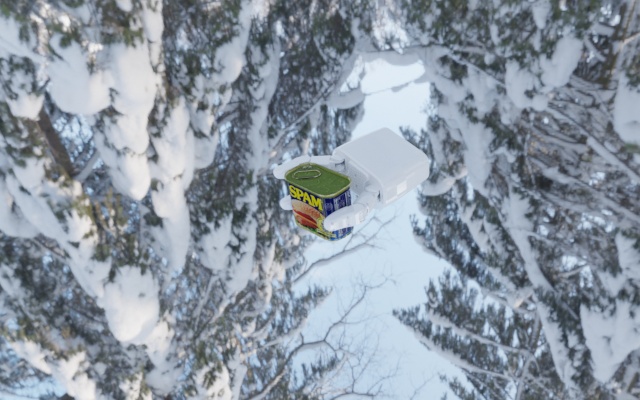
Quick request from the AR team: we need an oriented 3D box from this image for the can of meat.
[{"bbox_3d":[0.000,0.003,0.692,0.057,0.084,0.102,-33,40,-32],"label":"can of meat"}]
